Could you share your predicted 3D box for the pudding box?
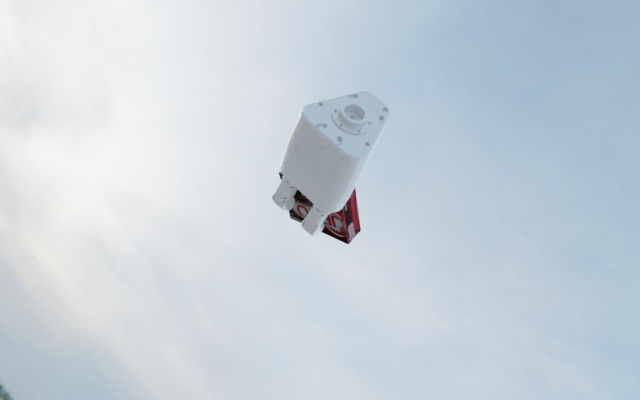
[{"bbox_3d":[0.000,0.002,0.673,0.113,0.090,0.039,24,50,35],"label":"pudding box"}]
